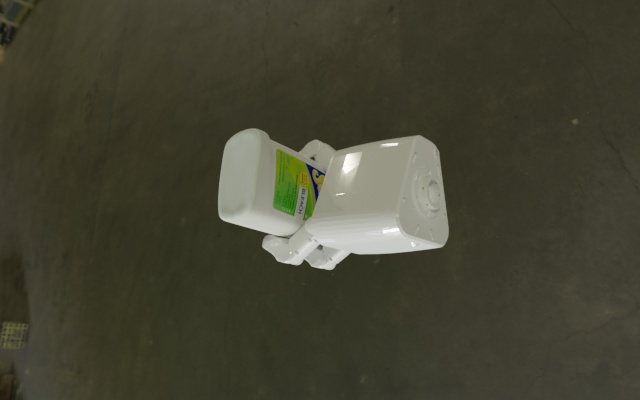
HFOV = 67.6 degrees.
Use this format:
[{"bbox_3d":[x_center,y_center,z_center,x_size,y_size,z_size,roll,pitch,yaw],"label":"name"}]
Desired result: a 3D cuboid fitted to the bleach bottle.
[{"bbox_3d":[0.000,0.002,0.575,0.068,0.102,0.251,-9,-19,43],"label":"bleach bottle"}]
